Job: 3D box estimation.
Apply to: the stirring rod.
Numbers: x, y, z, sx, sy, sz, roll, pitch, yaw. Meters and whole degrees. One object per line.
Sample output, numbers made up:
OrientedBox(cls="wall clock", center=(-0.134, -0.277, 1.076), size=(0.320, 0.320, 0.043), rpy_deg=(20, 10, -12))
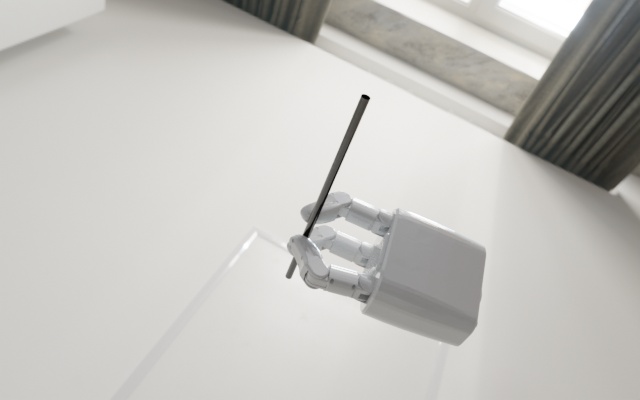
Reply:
OrientedBox(cls="stirring rod", center=(0.000, 0.001, 0.457), size=(0.011, 0.011, 0.240), rpy_deg=(0, -44, -24))
